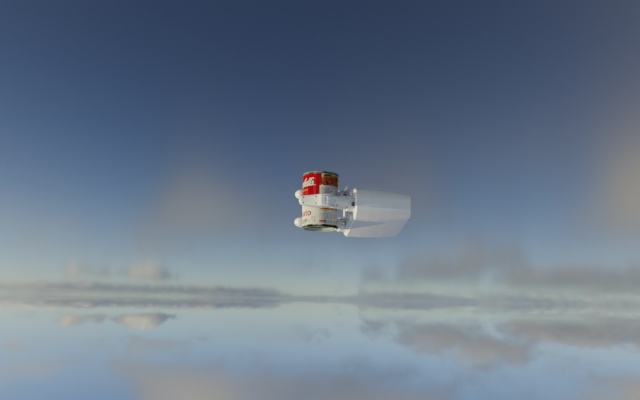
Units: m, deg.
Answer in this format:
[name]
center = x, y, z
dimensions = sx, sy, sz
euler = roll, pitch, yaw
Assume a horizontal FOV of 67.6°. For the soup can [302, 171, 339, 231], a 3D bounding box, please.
[soup can]
center = 0.000, 0.003, 0.888
dimensions = 0.068, 0.102, 0.068
euler = 1, -12, 0
